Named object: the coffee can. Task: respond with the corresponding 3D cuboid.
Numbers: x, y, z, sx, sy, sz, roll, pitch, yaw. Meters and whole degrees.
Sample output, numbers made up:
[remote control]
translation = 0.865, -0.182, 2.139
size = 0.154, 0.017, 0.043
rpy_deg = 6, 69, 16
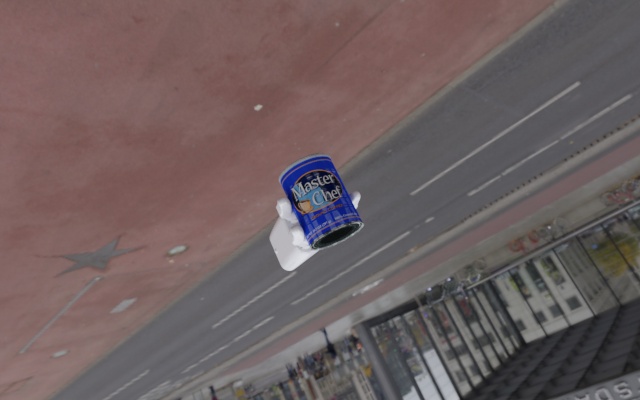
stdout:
[coffee can]
translation = 0.000, 0.003, 0.840
size = 0.103, 0.140, 0.103
rpy_deg = -23, -18, -8
